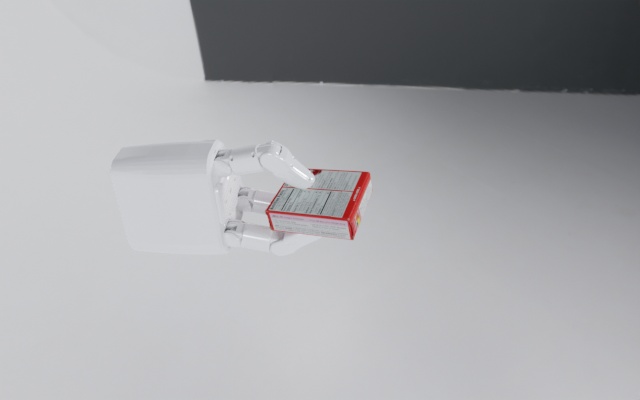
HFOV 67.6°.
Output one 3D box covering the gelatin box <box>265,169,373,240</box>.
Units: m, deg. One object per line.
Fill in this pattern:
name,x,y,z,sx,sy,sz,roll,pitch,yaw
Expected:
gelatin box,0.000,0.001,0.477,0.089,0.030,0.073,4,41,22
